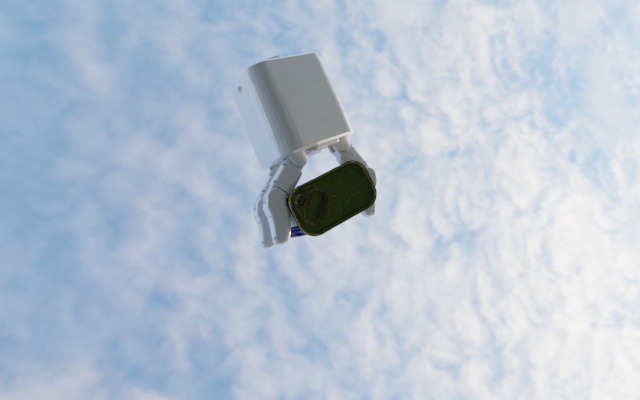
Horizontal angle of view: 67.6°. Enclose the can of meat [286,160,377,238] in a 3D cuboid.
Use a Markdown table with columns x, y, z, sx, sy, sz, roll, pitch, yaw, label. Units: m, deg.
| x | y | z | sx | sy | sz | roll | pitch | yaw | label |
| --- | --- | --- | --- | --- | --- | --- | --- | --- | --- |
| 0.000 | 0.002 | 0.552 | 0.102 | 0.057 | 0.084 | -28 | 4 | -23 | can of meat |
